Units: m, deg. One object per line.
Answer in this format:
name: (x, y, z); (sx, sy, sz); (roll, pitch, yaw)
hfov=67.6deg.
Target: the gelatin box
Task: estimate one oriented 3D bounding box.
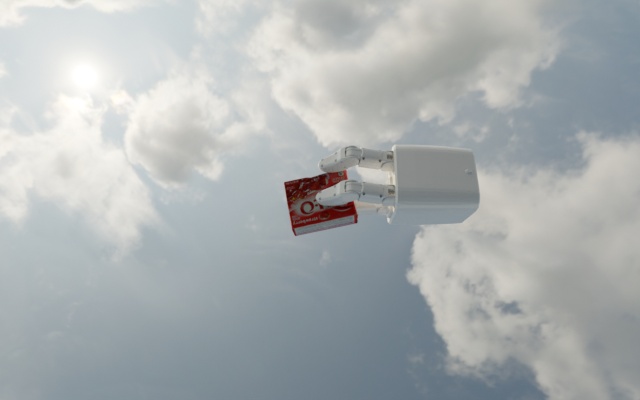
gelatin box: (0.000, 0.002, 0.645); (0.089, 0.073, 0.030); (-12, -29, 0)
